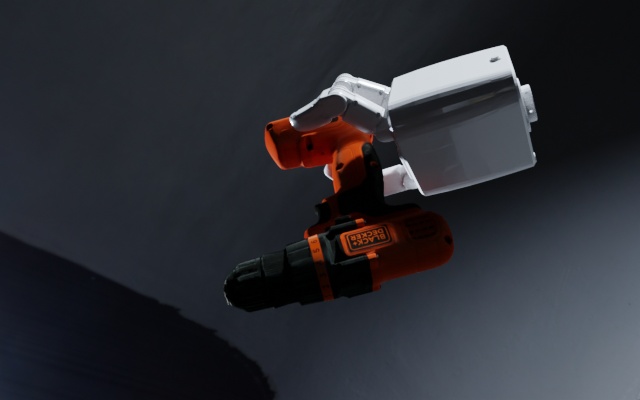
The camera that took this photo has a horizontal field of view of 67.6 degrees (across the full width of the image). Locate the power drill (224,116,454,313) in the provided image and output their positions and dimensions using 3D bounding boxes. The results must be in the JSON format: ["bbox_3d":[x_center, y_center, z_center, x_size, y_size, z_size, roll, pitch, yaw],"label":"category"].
[{"bbox_3d":[0.000,0.001,0.423,0.184,0.187,0.057,-13,-39,-3],"label":"power drill"}]
